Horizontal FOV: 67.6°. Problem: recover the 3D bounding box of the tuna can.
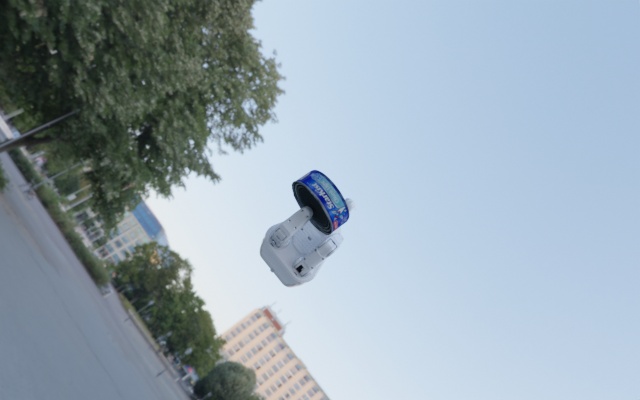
[{"bbox_3d":[0.001,0.002,0.641,0.033,0.086,0.086,-35,12,-18],"label":"tuna can"}]
